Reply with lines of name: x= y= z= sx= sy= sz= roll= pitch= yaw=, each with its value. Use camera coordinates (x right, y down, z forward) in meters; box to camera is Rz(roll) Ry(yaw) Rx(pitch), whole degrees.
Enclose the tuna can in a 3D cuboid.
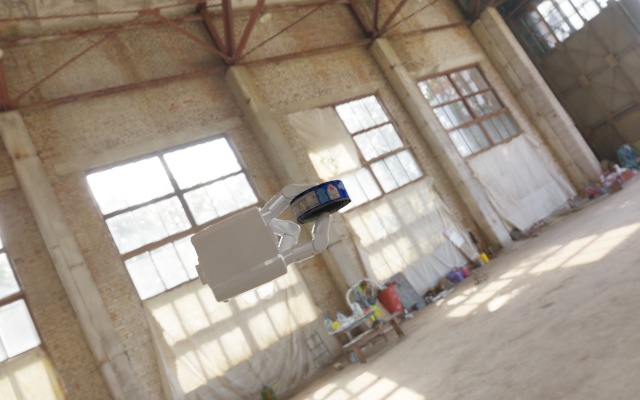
tuna can: x=0.000 y=0.002 z=0.697 sx=0.086 sy=0.033 sz=0.086 roll=-22 pitch=-11 yaw=-5
